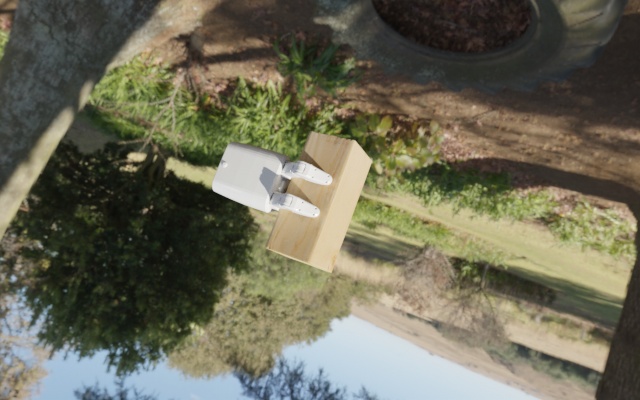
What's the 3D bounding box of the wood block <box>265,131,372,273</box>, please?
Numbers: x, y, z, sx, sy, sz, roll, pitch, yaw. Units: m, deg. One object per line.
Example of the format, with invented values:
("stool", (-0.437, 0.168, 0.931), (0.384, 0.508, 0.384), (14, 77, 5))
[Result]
("wood block", (0.000, 0.003, 0.793), (0.090, 0.206, 0.091), (16, -10, 28))
